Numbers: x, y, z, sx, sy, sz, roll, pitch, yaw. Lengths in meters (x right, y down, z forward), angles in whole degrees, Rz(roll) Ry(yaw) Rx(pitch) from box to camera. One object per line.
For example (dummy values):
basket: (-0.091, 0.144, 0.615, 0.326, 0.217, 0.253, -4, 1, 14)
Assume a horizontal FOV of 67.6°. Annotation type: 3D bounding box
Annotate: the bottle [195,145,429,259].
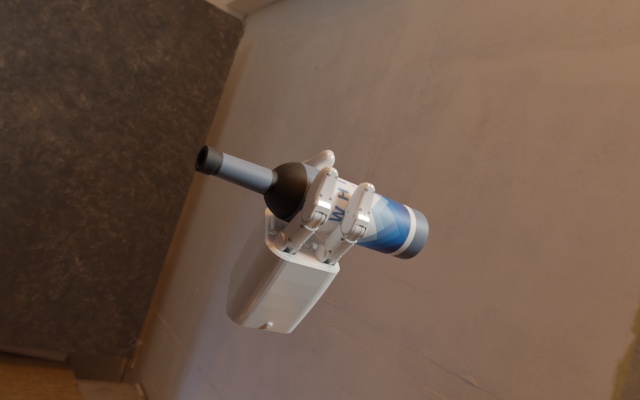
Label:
bottle: (0.000, 0.002, 0.541, 0.296, 0.069, 0.069, 20, -12, -33)
